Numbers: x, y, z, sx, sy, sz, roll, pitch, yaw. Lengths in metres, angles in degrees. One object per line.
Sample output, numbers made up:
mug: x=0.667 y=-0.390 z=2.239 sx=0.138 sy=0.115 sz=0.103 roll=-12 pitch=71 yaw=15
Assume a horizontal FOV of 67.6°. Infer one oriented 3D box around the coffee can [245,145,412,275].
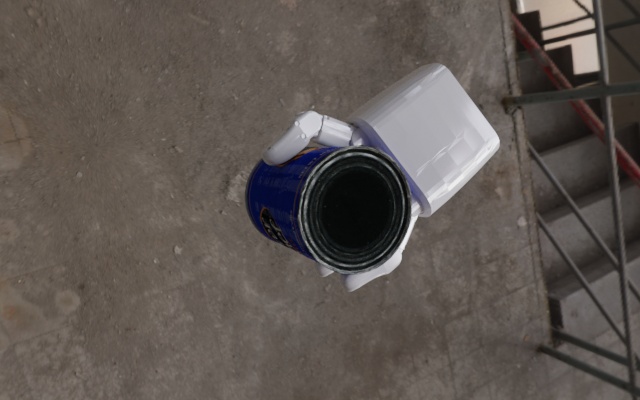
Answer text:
coffee can: x=0.000 y=0.001 z=0.435 sx=0.103 sy=0.103 sz=0.140 roll=0 pitch=6 yaw=-25
